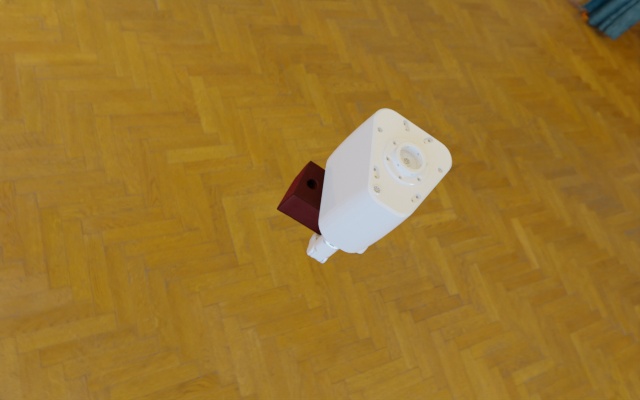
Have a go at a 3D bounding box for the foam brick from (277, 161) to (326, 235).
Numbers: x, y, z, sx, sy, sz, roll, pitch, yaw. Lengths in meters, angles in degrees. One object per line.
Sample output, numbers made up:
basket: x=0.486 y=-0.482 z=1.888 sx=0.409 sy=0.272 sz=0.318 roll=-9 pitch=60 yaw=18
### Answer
foam brick: x=0.000 y=0.002 z=0.555 sx=0.078 sy=0.053 sz=0.051 roll=32 pitch=-31 yaw=-9
